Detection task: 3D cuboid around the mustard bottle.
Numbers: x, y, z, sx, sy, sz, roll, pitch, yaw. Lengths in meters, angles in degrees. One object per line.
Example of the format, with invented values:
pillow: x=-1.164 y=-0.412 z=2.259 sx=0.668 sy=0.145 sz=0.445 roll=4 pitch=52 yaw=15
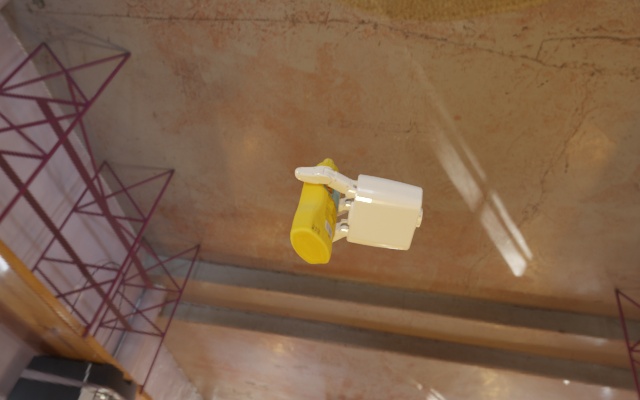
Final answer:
mustard bottle: x=0.000 y=0.003 z=0.797 sx=0.058 sy=0.191 sz=0.096 roll=-6 pitch=-42 yaw=21
